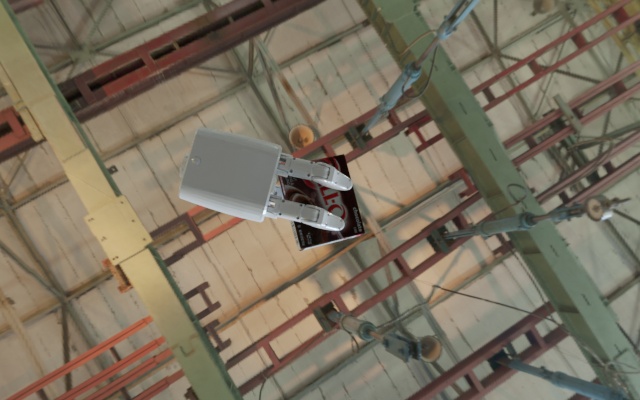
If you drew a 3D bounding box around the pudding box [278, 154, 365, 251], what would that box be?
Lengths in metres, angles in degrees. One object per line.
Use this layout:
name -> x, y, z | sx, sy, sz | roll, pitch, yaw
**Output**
pudding box -> 0.000, 0.002, 0.632 | 0.090, 0.113, 0.039 | -13, -5, -14
